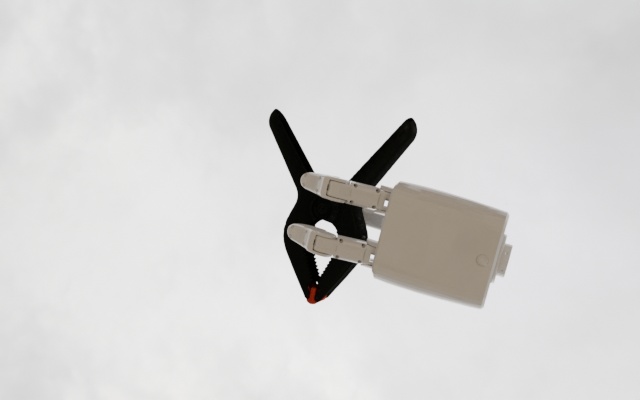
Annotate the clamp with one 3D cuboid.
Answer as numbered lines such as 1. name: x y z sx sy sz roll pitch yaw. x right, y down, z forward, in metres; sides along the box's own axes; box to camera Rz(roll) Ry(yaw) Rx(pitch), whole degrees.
1. clamp: 0.000 0.002 0.510 0.164 0.210 0.036 16 5 24
